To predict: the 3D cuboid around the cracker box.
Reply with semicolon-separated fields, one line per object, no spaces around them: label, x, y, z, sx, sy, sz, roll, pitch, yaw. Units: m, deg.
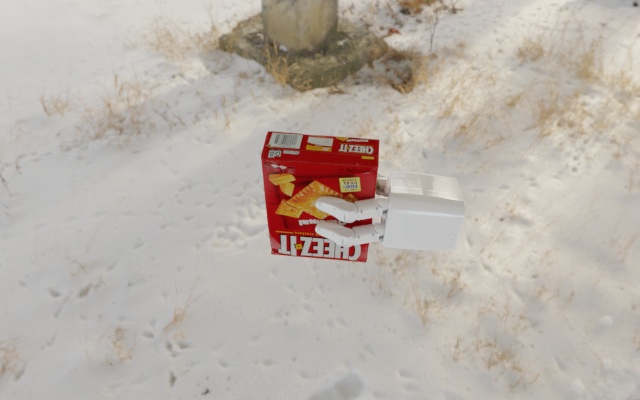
cracker box;0.000;0.002;0.734;0.164;0.214;0.072;5;45;4
